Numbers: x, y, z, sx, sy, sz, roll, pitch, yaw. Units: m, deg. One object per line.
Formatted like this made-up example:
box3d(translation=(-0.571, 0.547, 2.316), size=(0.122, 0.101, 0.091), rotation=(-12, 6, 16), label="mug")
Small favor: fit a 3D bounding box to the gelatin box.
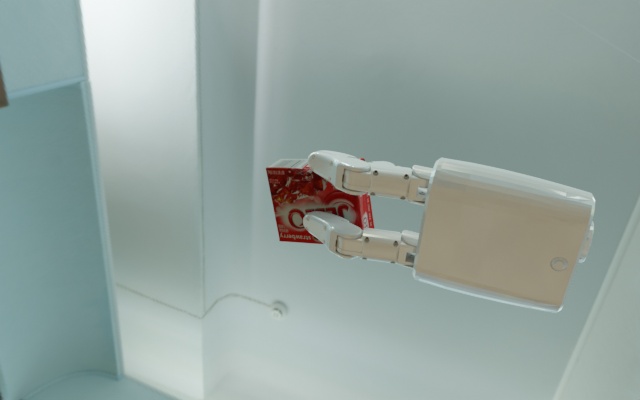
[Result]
box3d(translation=(0.000, 0.001, 0.424), size=(0.089, 0.073, 0.030), rotation=(2, 23, 28), label="gelatin box")
